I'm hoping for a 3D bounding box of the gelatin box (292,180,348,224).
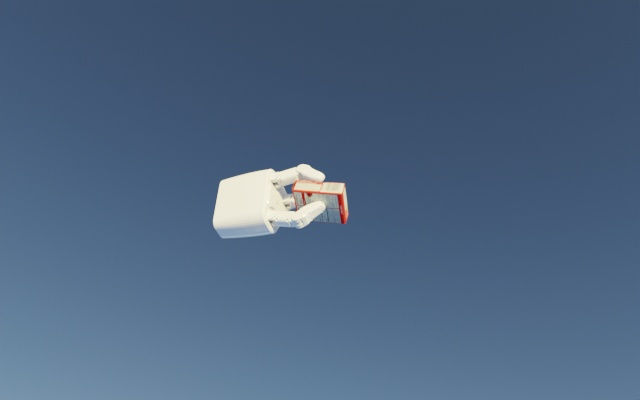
[{"bbox_3d":[0.000,0.003,0.821,0.089,0.073,0.030,4,44,15],"label":"gelatin box"}]
